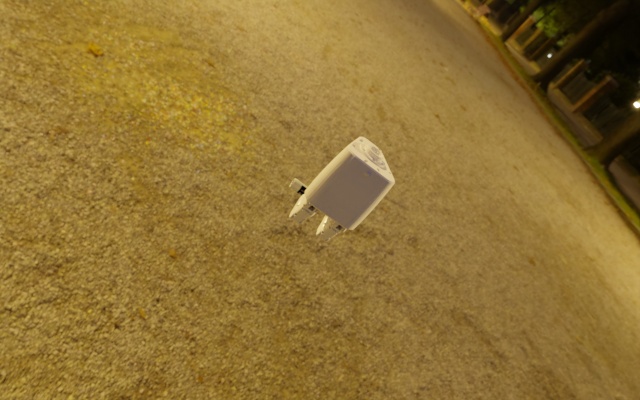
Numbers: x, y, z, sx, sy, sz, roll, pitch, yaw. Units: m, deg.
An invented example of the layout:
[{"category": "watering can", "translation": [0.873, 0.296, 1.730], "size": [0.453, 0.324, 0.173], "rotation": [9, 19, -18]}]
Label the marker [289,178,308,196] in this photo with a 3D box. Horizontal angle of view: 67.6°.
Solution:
[{"category": "marker", "translation": [0.000, 0.003, 0.827], "size": [0.121, 0.020, 0.020], "rotation": [35, -10, -14]}]
